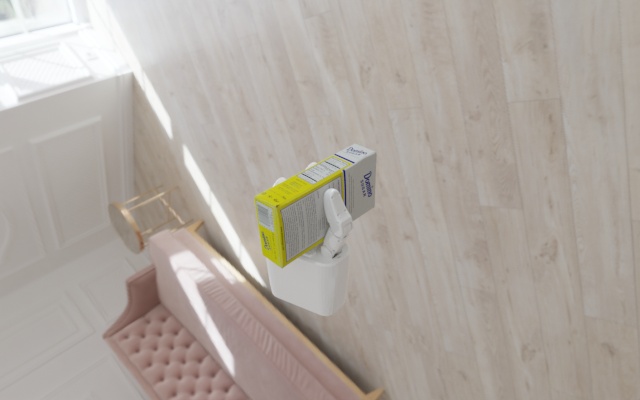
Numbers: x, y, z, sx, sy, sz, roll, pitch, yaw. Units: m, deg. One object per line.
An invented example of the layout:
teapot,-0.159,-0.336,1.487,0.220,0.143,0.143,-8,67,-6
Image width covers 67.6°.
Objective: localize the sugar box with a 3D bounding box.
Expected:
sugar box,0.000,0.002,0.615,0.048,0.093,0.176,27,43,35
